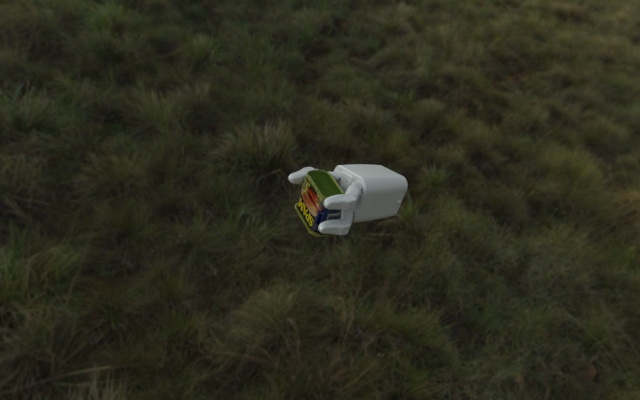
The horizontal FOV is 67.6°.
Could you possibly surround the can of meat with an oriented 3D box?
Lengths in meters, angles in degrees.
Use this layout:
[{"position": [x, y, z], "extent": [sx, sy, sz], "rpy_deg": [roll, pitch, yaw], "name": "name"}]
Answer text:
[{"position": [0.000, 0.003, 0.891], "extent": [0.057, 0.084, 0.102], "rpy_deg": [-3, 39, -28], "name": "can of meat"}]
